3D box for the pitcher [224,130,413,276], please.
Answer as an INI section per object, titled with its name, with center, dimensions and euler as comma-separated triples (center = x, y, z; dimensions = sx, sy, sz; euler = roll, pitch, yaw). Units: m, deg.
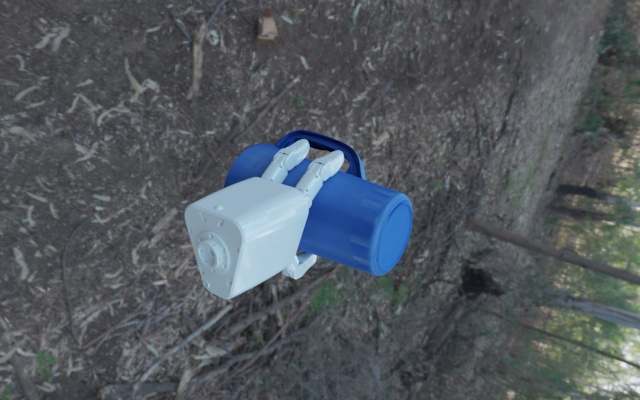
[pitcher]
center = 0.000, 0.002, 0.651
dimensions = 0.243, 0.149, 0.145
euler = 19, 28, 31
